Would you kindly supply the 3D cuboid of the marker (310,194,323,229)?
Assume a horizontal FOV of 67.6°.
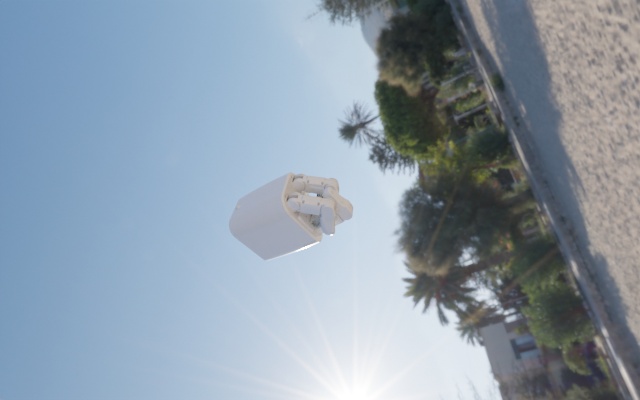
[{"bbox_3d":[0.000,0.003,0.770,0.020,0.020,0.121,0,33,8],"label":"marker"}]
